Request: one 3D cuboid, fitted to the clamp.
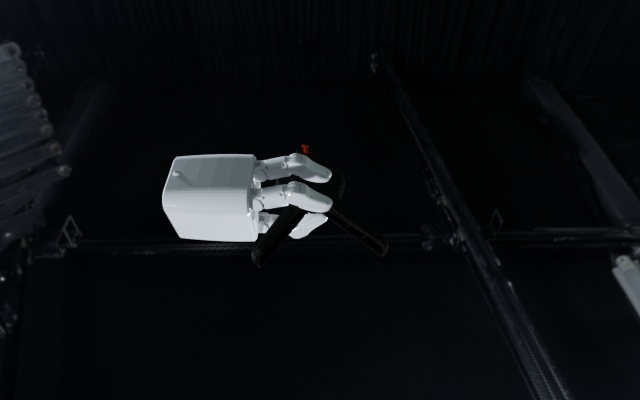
[{"bbox_3d":[0.000,0.002,0.634,0.164,0.036,0.209,1,45,-1],"label":"clamp"}]
